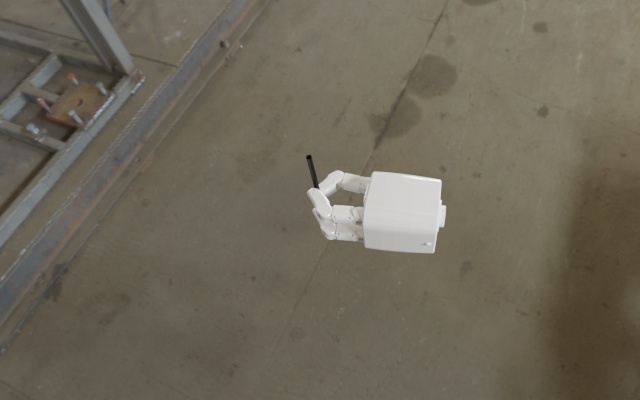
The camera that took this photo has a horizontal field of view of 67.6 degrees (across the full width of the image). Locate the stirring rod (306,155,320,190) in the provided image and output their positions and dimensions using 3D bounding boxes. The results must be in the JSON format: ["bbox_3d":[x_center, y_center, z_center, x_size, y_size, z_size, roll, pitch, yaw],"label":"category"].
[{"bbox_3d":[0.000,0.002,0.758,0.011,0.011,0.240,0,-31,9],"label":"stirring rod"}]
